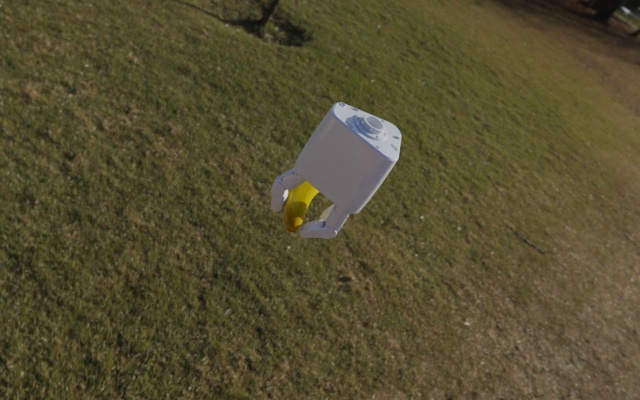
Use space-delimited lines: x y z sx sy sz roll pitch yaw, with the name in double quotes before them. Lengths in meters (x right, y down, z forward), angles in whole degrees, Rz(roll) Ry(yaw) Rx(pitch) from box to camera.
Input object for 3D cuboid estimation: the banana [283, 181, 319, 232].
"banana" -0.011 -0.012 0.771 0.197 0.069 0.037 -31 -17 -53
